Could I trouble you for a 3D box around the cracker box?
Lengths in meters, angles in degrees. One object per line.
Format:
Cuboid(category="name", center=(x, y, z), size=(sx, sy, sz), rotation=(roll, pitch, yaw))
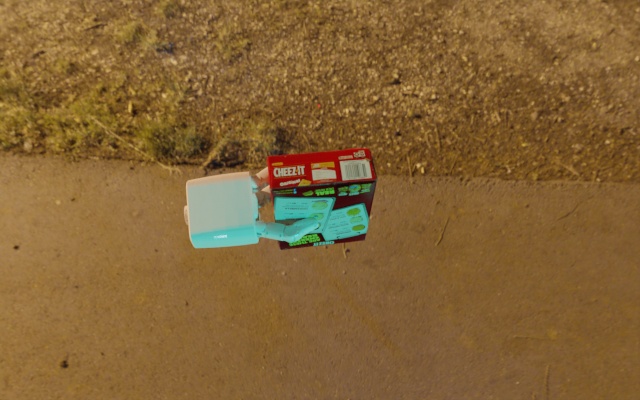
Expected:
Cuboid(category="cracker box", center=(0.000, 0.003, 0.812), size=(0.164, 0.072, 0.214), rotation=(-6, -30, -4))
